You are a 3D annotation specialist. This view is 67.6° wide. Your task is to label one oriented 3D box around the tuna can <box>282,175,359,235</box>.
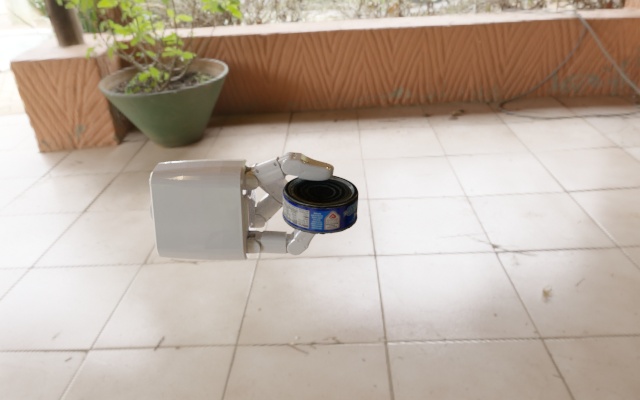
[{"bbox_3d":[0.000,0.001,0.534,0.086,0.034,0.086,2,28,-1],"label":"tuna can"}]
